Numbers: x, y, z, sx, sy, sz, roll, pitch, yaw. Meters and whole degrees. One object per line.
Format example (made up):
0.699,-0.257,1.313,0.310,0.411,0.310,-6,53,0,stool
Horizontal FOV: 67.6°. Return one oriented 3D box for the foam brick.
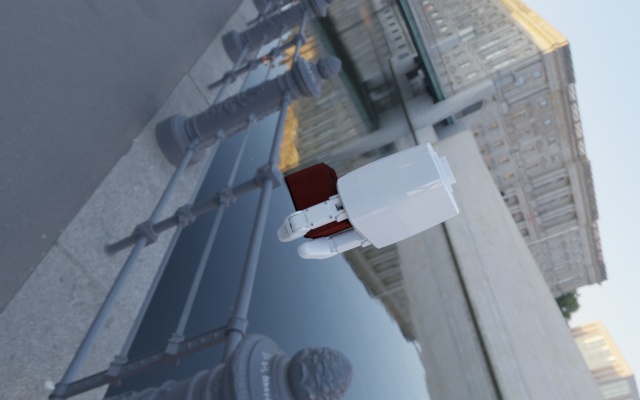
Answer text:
0.000,0.002,0.567,0.051,0.078,0.053,-23,-14,15,foam brick
